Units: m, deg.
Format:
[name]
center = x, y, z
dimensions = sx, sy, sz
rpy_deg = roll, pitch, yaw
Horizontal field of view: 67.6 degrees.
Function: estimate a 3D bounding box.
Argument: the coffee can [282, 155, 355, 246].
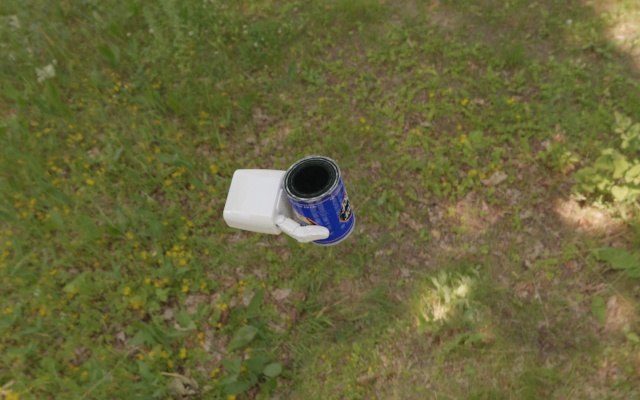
[coffee can]
center = 0.000, 0.003, 0.865
dimensions = 0.103, 0.102, 0.140
rpy_deg = 0, -37, 17
